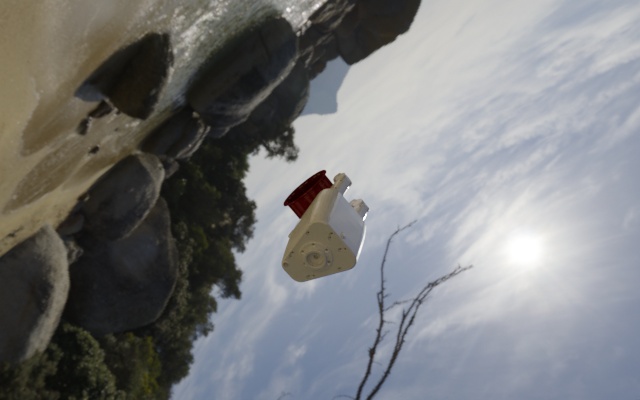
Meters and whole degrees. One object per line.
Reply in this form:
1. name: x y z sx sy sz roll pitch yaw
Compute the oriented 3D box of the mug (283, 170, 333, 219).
1. mug: 0.000 0.002 0.825 0.093 0.081 0.117 -34 14 24
